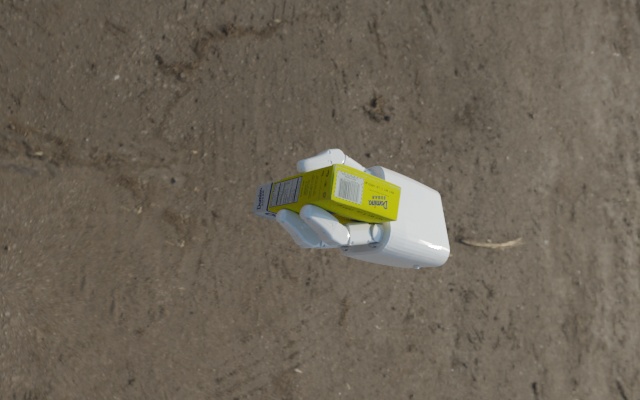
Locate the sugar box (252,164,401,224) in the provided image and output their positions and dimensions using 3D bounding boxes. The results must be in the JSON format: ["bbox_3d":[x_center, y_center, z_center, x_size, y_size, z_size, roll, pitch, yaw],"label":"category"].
[{"bbox_3d":[0.000,0.002,0.565,0.093,0.048,0.176,18,-19,-30],"label":"sugar box"}]
